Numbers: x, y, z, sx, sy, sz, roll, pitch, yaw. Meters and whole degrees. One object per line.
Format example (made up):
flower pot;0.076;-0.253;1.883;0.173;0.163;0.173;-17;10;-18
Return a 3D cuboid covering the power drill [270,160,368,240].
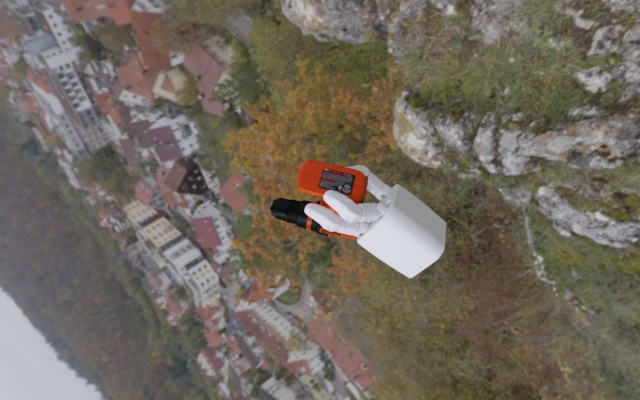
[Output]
power drill;0.000;0.003;0.794;0.184;0.057;0.188;11;-22;4
